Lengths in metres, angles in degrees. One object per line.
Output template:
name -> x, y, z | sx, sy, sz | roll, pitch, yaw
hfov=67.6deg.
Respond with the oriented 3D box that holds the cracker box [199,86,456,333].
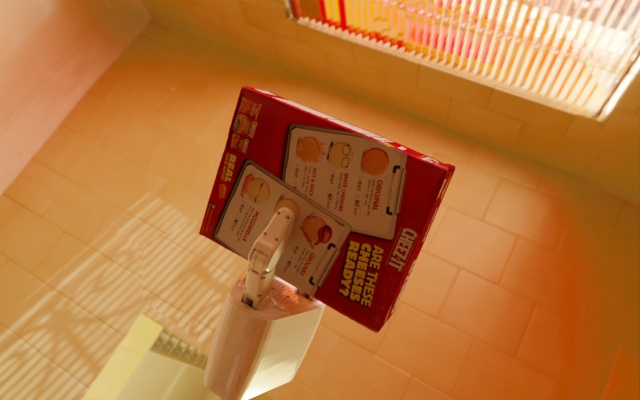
cracker box -> 0.000, 0.002, 0.474 | 0.213, 0.164, 0.072 | 25, 16, 18
